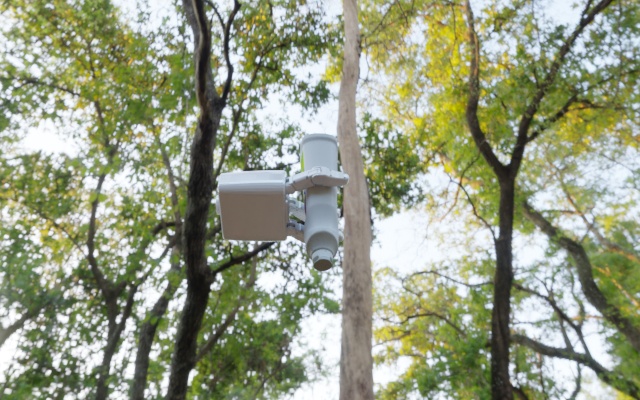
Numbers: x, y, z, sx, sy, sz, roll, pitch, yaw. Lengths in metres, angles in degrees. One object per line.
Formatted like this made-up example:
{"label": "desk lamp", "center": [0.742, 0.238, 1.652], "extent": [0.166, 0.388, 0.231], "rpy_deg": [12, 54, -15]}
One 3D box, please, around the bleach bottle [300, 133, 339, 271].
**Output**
{"label": "bleach bottle", "center": [0.000, 0.003, 0.783], "extent": [0.068, 0.103, 0.250], "rpy_deg": [0, 44, -3]}
